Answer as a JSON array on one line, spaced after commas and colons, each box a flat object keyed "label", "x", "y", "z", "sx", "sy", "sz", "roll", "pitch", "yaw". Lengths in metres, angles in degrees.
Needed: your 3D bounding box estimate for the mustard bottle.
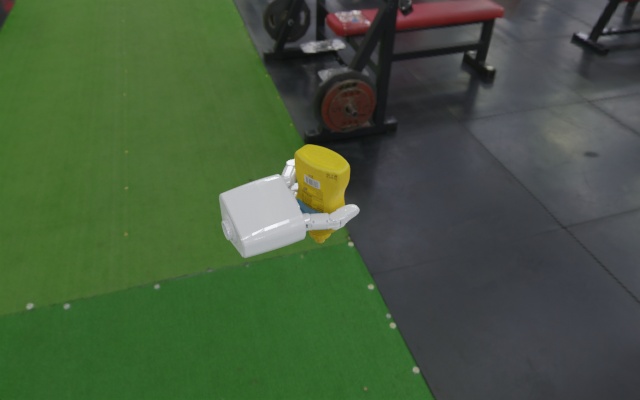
[{"label": "mustard bottle", "x": 0.000, "y": 0.002, "z": 0.828, "sx": 0.096, "sy": 0.192, "sz": 0.058, "roll": 27, "pitch": 47, "yaw": 26}]
